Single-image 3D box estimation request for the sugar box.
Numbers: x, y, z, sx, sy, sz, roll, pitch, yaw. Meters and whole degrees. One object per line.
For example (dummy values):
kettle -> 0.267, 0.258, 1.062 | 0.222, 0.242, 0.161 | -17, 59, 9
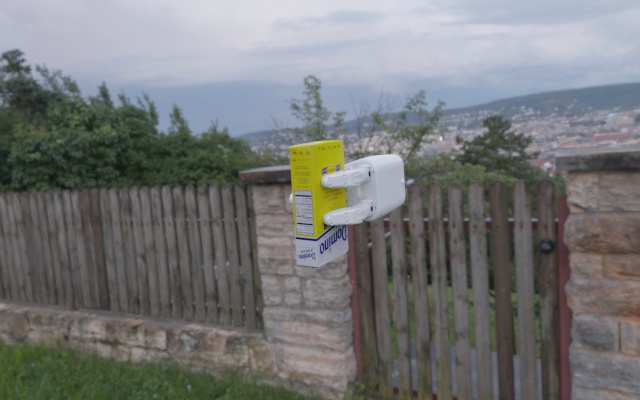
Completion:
sugar box -> 0.001, 0.002, 0.706 | 0.048, 0.176, 0.093 | 0, 11, 33
